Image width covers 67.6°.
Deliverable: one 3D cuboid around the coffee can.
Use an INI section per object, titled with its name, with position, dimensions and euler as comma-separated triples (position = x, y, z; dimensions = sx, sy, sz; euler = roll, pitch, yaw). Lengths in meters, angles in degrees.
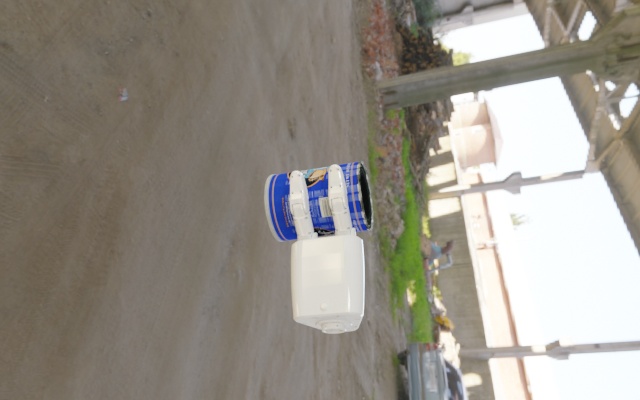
[coffee can]
position = 0.000, 0.002, 0.707
dimensions = 0.140, 0.103, 0.103
euler = -8, -2, 14
